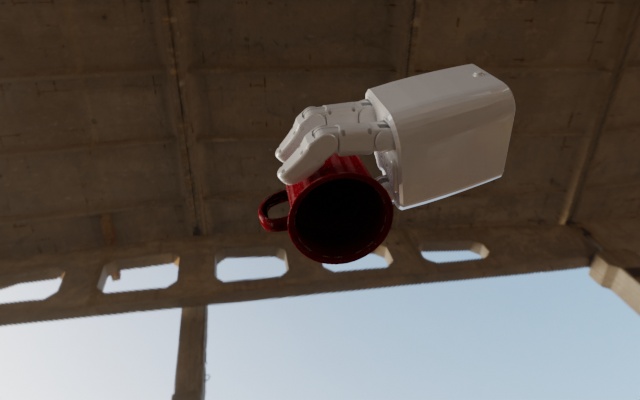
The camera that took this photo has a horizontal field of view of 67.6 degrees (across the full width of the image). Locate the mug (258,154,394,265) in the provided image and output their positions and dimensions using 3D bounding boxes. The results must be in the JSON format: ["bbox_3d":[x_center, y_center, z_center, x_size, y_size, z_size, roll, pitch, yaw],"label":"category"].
[{"bbox_3d":[-0.001,0.002,0.444,0.117,0.093,0.081,-15,31,-2],"label":"mug"}]
